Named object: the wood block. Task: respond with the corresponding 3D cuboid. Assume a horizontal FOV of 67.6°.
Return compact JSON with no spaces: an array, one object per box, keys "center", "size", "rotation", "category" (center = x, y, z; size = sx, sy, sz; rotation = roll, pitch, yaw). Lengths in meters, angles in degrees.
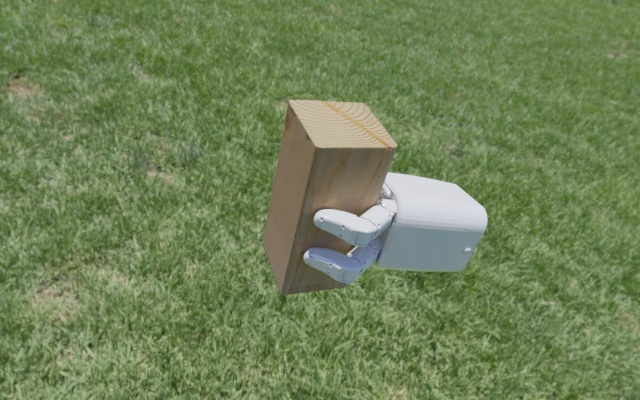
[{"center":[0.000,0.001,0.537],"size":[0.090,0.206,0.090],"rotation":[-3,40,-22],"category":"wood block"}]
